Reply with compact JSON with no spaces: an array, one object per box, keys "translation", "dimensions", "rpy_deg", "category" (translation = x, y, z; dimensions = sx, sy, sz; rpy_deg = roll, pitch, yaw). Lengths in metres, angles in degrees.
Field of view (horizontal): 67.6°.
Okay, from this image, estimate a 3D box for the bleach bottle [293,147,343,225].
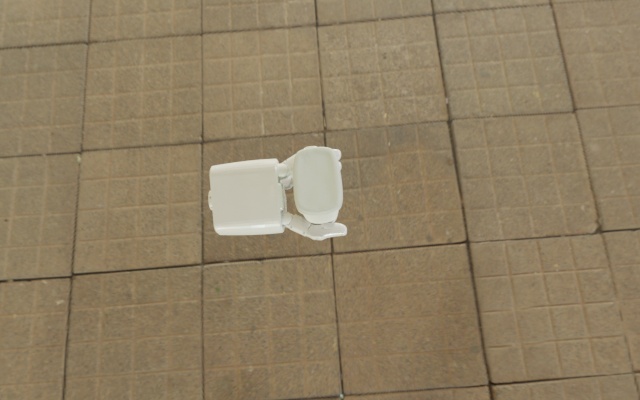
[{"translation":[0.000,0.002,0.776],"dimensions":[0.068,0.102,0.251],"rpy_deg":[-5,-16,1],"category":"bleach bottle"}]
